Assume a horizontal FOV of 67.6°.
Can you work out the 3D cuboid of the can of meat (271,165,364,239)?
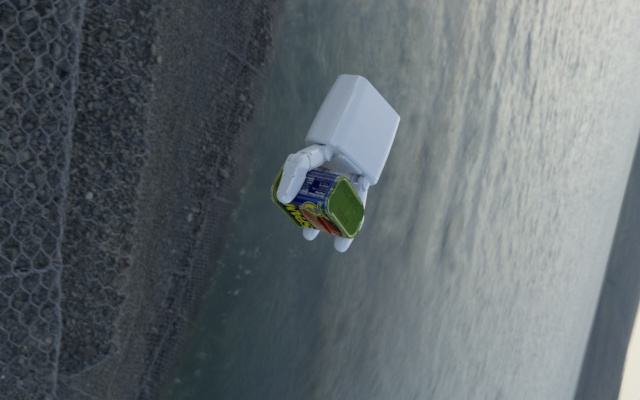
[{"bbox_3d":[0.000,0.002,0.603,0.084,0.057,0.102,13,-23,32],"label":"can of meat"}]
